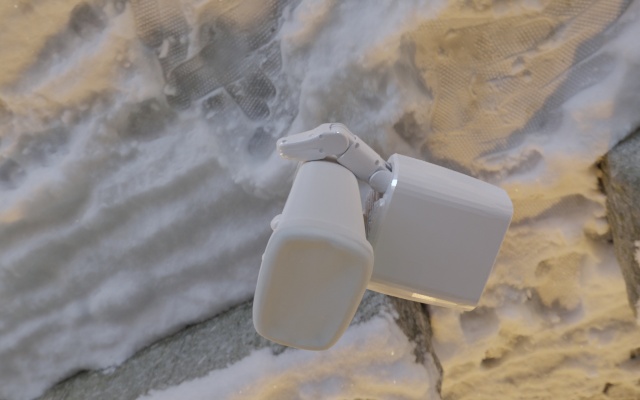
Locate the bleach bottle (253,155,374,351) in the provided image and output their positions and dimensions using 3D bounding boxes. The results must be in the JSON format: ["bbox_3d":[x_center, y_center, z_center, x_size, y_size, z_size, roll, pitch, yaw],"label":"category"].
[{"bbox_3d":[0.000,0.001,0.409,0.068,0.103,0.250,16,29,-5],"label":"bleach bottle"}]
